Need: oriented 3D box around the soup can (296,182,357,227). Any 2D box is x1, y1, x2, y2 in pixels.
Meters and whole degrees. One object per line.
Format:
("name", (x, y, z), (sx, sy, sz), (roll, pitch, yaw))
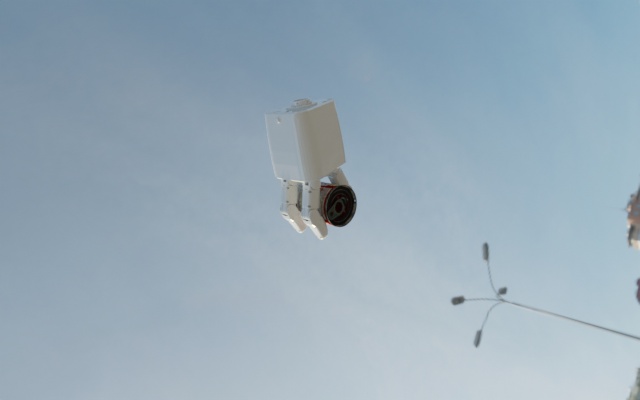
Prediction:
("soup can", (0.000, 0.003, 0.789), (0.068, 0.068, 0.102), (0, 7, -42))
